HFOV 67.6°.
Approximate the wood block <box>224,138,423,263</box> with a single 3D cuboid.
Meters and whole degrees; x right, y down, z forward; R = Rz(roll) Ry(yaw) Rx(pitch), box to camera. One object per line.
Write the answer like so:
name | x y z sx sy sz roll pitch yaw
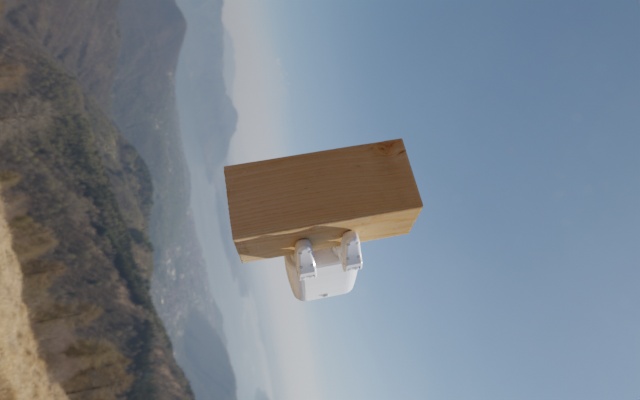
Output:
wood block | 0.000 0.002 0.560 0.206 0.090 0.090 -10 -24 -6
